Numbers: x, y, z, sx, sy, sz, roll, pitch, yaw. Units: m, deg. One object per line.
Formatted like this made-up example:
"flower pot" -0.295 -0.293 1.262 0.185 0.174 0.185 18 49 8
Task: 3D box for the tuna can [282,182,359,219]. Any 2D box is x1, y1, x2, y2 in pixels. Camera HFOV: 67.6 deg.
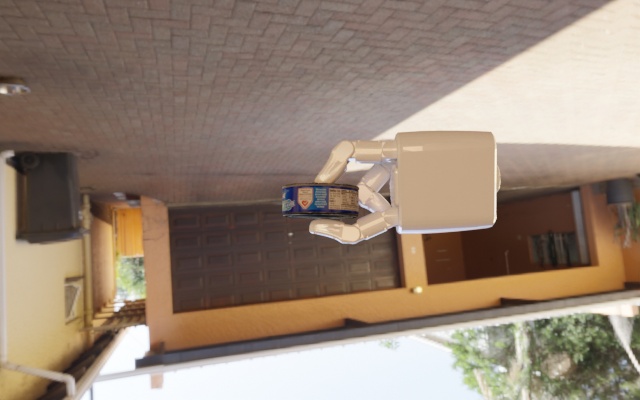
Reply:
"tuna can" 0.000 0.002 0.529 0.086 0.033 0.086 1 -5 0
